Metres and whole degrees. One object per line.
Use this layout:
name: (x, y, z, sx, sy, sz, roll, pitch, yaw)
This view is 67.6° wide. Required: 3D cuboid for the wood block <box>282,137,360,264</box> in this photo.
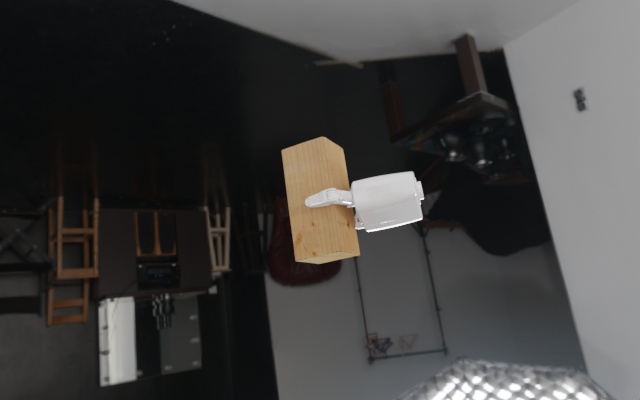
wood block: (0.000, 0.003, 0.865, 0.090, 0.206, 0.091, -15, -16, 24)
